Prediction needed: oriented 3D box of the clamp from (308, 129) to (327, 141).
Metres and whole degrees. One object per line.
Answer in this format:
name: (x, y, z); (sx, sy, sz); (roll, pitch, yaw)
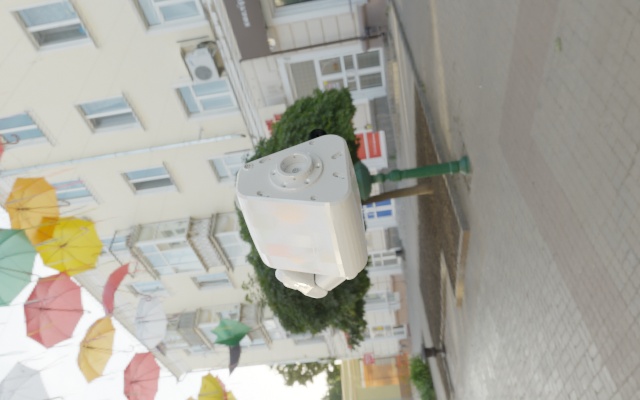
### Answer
clamp: (-0.001, 0.002, 0.571); (0.039, 0.171, 0.120); (-8, -43, 6)
